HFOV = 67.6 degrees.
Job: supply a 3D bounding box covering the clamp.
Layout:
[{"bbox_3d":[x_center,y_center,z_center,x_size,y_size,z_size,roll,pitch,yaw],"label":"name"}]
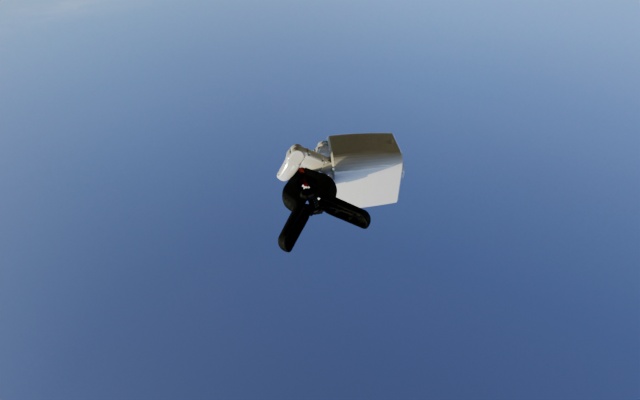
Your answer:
[{"bbox_3d":[0.000,0.003,0.658,0.120,0.039,0.171,-7,36,-1],"label":"clamp"}]
